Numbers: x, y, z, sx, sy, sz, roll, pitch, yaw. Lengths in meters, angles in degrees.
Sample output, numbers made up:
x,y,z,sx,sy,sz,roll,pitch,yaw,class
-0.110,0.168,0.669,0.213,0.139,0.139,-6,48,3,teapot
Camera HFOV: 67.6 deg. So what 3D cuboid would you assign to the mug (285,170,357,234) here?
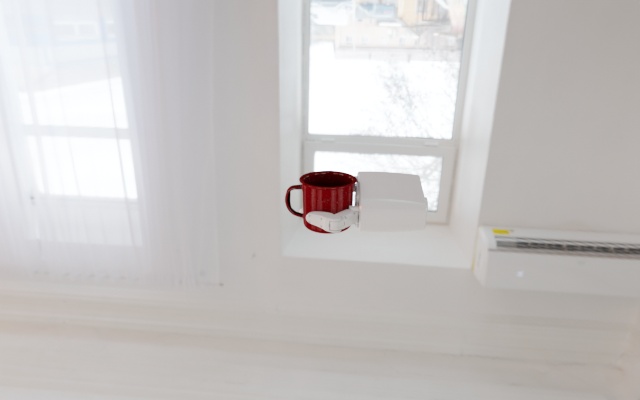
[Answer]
x,y,z,sx,sy,sz,roll,pitch,yaw,class
-0.001,0.003,0.781,0.117,0.081,0.093,1,20,2,mug
